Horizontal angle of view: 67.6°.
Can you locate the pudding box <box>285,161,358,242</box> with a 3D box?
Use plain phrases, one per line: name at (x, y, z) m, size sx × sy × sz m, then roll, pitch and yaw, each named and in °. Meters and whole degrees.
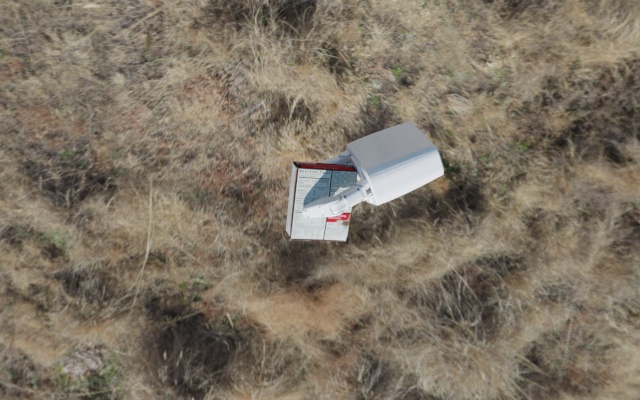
pudding box at (0.000, 0.002, 0.690) m, size 0.090 × 0.113 × 0.039 m, roll 3°, pitch 16°, yaw -13°
